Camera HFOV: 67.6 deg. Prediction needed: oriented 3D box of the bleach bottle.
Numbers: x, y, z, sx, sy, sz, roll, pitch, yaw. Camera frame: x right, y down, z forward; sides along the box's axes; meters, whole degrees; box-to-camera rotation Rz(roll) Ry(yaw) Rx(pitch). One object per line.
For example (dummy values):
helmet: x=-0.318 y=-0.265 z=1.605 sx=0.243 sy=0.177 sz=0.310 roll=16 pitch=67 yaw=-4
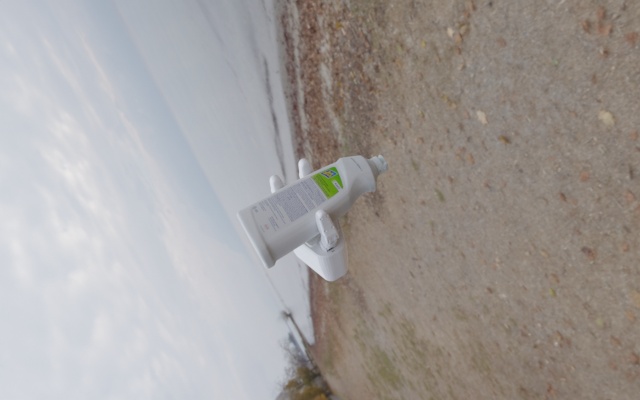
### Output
bleach bottle: x=0.000 y=0.002 z=0.759 sx=0.251 sy=0.102 sz=0.068 roll=-29 pitch=-32 yaw=-10
